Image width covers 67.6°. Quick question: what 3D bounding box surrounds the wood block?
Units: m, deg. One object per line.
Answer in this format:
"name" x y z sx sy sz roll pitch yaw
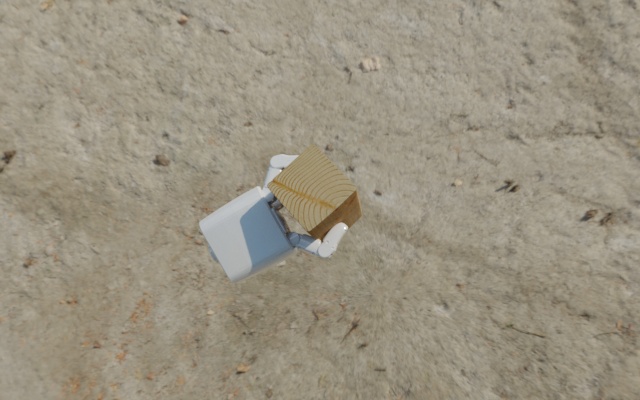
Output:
"wood block" 0.000 0.003 0.736 0.090 0.091 0.206 -42 -13 -2
